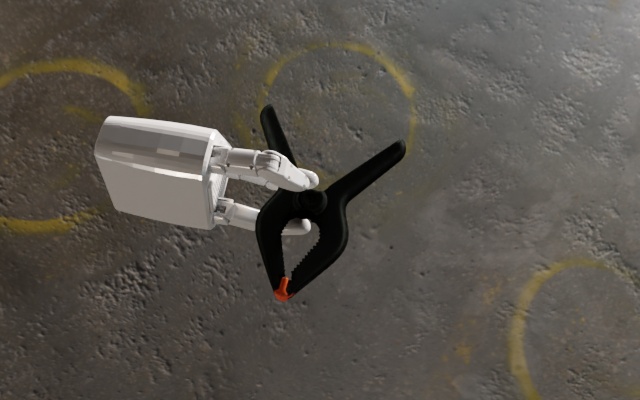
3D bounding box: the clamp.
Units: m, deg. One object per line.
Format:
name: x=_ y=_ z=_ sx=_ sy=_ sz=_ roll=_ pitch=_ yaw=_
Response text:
clamp: x=0.000 y=0.002 z=0.493 sx=0.164 sy=0.210 sz=0.036 roll=9 pitch=-22 yaw=2
